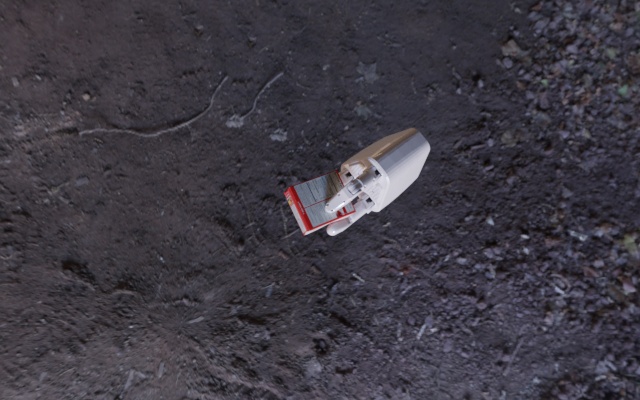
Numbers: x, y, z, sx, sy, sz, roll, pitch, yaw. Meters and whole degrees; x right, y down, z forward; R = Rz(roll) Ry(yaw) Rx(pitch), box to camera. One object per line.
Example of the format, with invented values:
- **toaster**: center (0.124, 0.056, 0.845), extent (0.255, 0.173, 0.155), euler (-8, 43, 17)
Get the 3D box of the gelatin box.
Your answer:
- **gelatin box**: center (0.000, 0.002, 0.726), extent (0.089, 0.073, 0.030), euler (-21, -9, -27)
